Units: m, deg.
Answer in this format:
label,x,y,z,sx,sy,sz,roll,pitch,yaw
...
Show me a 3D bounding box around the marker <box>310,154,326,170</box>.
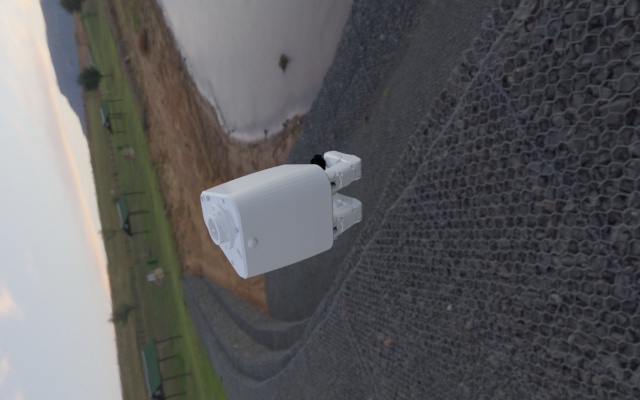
label,x,y,z,sx,sy,sz,roll,pitch,yaw
marker,0.000,0.002,0.587,0.020,0.121,0.020,-3,25,1
